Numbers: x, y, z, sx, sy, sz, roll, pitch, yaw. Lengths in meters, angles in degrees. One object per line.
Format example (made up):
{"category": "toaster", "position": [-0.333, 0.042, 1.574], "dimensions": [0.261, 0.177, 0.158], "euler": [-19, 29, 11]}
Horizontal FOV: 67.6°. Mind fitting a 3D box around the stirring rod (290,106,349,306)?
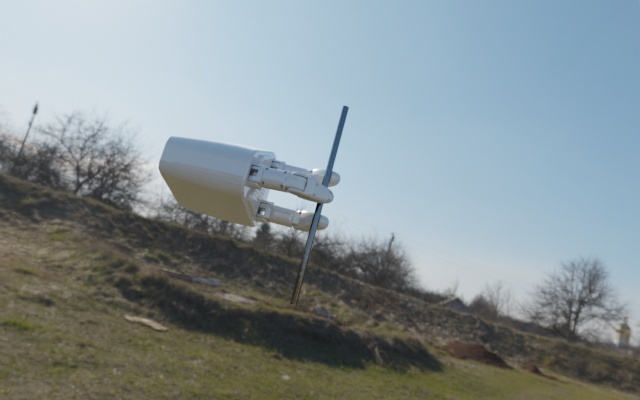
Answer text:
{"category": "stirring rod", "position": [0.000, 0.002, 0.552], "dimensions": [0.011, 0.239, 0.011], "euler": [14, -11, 3]}
